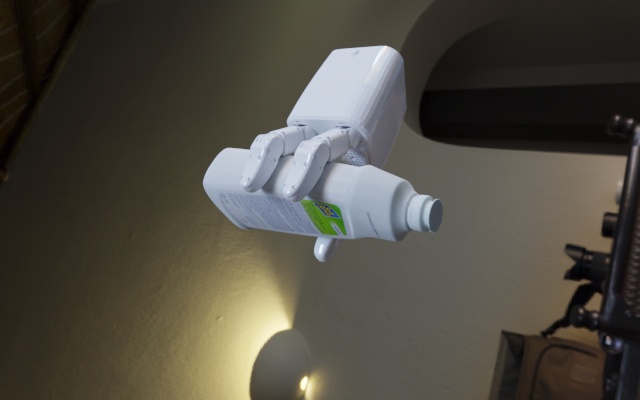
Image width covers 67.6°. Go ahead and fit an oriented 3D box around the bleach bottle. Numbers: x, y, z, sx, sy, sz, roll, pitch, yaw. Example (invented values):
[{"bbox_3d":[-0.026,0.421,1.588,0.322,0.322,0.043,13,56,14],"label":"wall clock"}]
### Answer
[{"bbox_3d":[0.000,0.002,0.476,0.251,0.068,0.103,9,-30,36],"label":"bleach bottle"}]
